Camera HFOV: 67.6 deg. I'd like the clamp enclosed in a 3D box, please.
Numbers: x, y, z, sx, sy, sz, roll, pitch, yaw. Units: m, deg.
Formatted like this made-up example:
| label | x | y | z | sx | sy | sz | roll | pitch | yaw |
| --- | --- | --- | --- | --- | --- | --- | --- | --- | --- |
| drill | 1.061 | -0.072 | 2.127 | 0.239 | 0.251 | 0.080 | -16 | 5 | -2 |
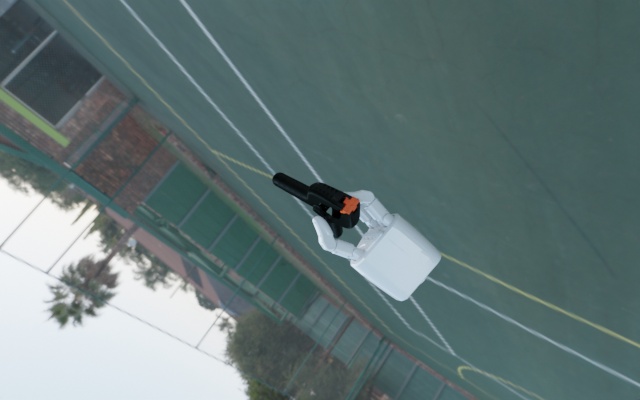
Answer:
| label | x | y | z | sx | sy | sz | roll | pitch | yaw |
| --- | --- | --- | --- | --- | --- | --- | --- | --- | --- |
| clamp | 0.000 | 0.003 | 0.775 | 0.164 | 0.036 | 0.210 | 40 | -14 | -9 |
